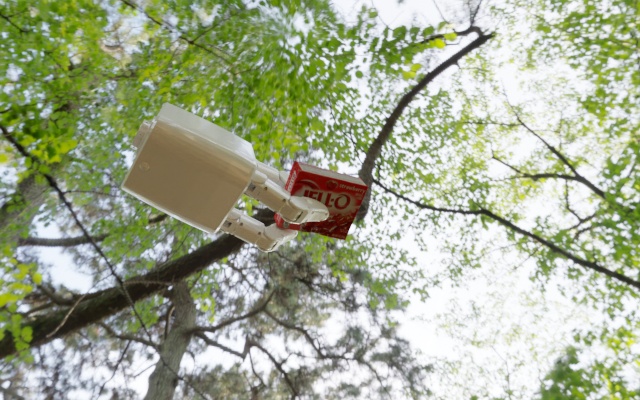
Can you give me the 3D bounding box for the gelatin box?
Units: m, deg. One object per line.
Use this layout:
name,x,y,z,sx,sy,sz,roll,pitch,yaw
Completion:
gelatin box,0.000,0.002,0.548,0.089,0.073,0.030,13,22,-23
